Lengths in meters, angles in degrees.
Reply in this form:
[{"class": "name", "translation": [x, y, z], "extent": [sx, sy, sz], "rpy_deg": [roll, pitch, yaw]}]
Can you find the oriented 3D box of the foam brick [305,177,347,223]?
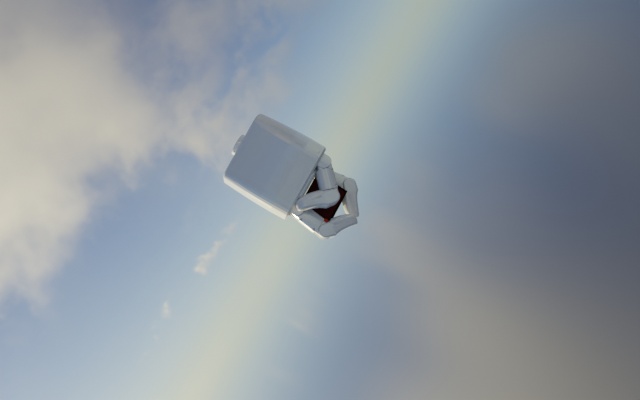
[{"class": "foam brick", "translation": [0.000, 0.003, 0.713], "extent": [0.051, 0.053, 0.078], "rpy_deg": [29, -15, -1]}]
